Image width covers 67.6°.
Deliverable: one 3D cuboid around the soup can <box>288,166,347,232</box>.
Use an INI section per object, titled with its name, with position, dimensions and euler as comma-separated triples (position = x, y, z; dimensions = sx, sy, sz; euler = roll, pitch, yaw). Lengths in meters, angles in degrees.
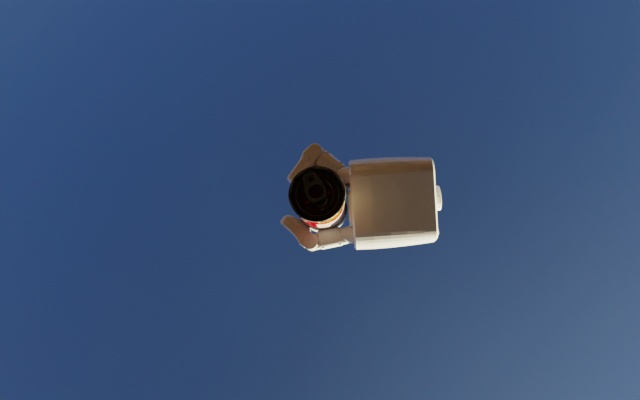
[soup can]
position = 0.000, 0.002, 0.608
dimensions = 0.068, 0.068, 0.102
euler = 0, -12, 5
